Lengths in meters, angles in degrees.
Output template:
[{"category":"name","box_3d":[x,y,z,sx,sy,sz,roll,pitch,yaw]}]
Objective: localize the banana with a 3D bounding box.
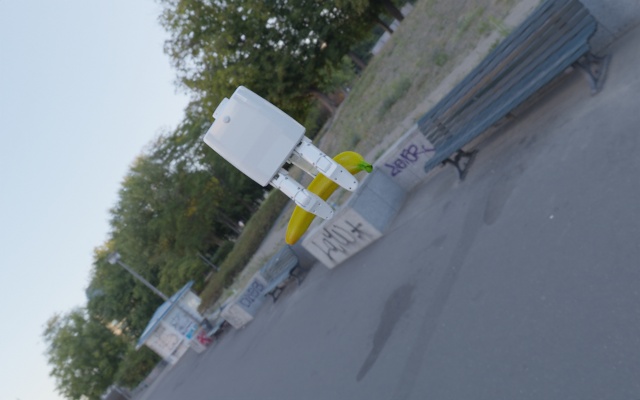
[{"category":"banana","box_3d":[0.004,-0.012,0.707,0.037,0.069,0.198,30,-53,-18]}]
